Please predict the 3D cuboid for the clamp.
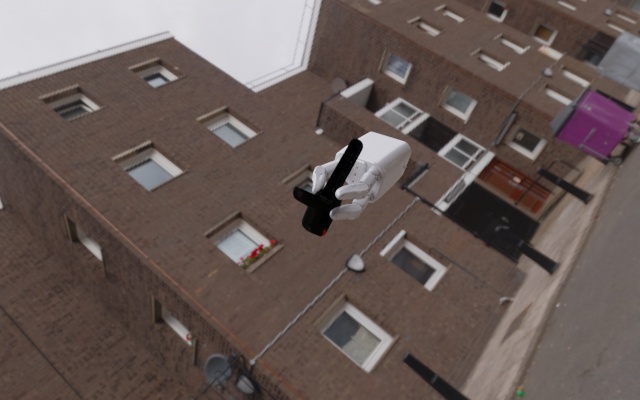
[{"bbox_3d":[0.000,0.003,0.843,0.036,0.210,0.164,38,51,20],"label":"clamp"}]
